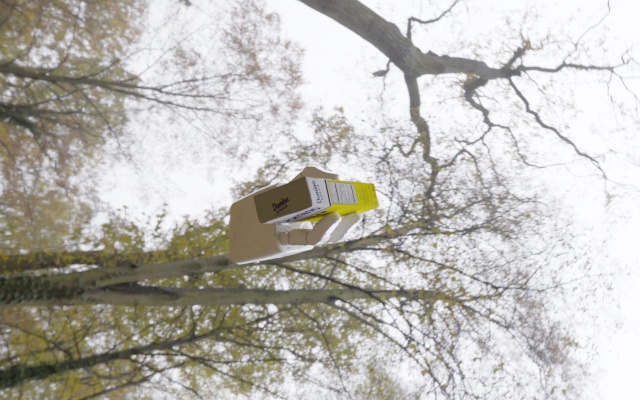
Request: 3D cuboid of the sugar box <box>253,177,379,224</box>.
[{"bbox_3d":[0.000,0.003,0.676,0.093,0.048,0.176,-19,-9,34],"label":"sugar box"}]
